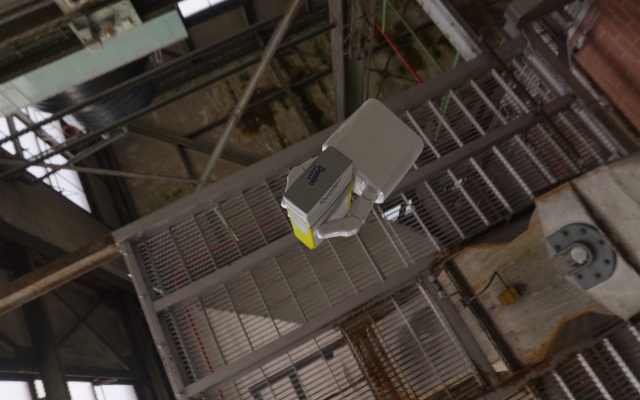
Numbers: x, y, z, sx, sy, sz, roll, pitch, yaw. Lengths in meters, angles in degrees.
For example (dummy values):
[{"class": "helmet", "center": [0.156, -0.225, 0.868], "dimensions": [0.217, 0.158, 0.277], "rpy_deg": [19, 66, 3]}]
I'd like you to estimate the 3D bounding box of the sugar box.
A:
[{"class": "sugar box", "center": [0.000, 0.002, 0.664], "dimensions": [0.048, 0.093, 0.176], "rpy_deg": [37, -15, 17]}]
